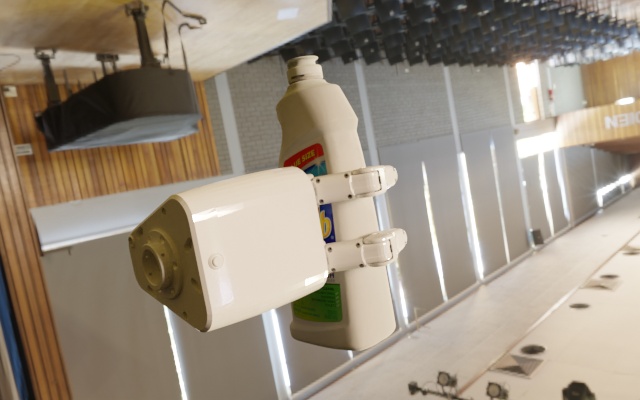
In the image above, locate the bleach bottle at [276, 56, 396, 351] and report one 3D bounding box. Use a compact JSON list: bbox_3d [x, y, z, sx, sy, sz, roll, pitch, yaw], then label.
[{"bbox_3d":[0.000,0.001,0.432,0.068,0.251,0.102,-15,7,-43],"label":"bleach bottle"}]
